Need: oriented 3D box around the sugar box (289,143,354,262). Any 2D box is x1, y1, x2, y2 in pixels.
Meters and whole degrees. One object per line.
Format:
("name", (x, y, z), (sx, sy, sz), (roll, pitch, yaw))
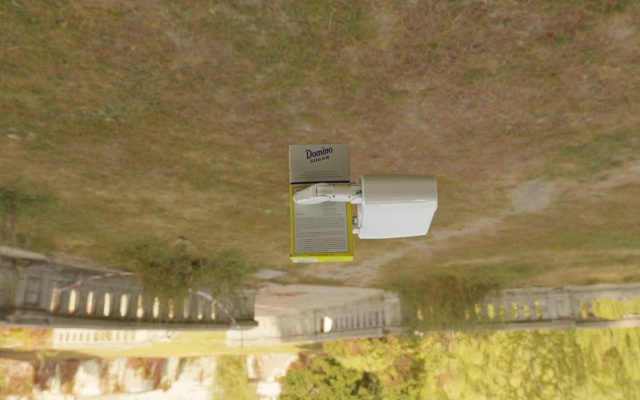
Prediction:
("sugar box", (0.000, 0.003, 0.721), (0.093, 0.176, 0.048), (-1, -17, 0))
